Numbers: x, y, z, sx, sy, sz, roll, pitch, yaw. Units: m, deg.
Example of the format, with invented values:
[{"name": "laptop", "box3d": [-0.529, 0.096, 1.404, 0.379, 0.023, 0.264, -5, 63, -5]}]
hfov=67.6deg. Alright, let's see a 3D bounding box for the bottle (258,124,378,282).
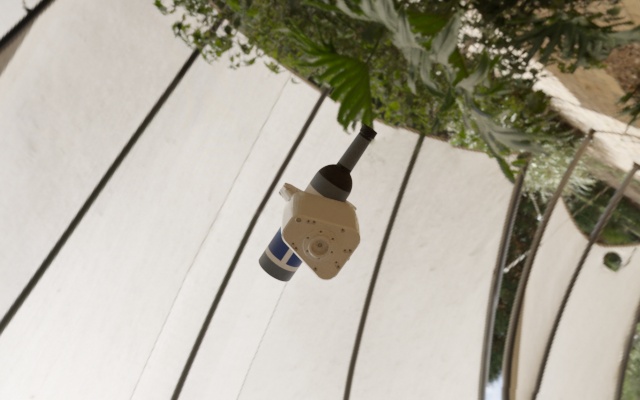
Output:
[{"name": "bottle", "box3d": [0.000, 0.003, 0.799, 0.069, 0.296, 0.069, 32, 14, -9]}]
